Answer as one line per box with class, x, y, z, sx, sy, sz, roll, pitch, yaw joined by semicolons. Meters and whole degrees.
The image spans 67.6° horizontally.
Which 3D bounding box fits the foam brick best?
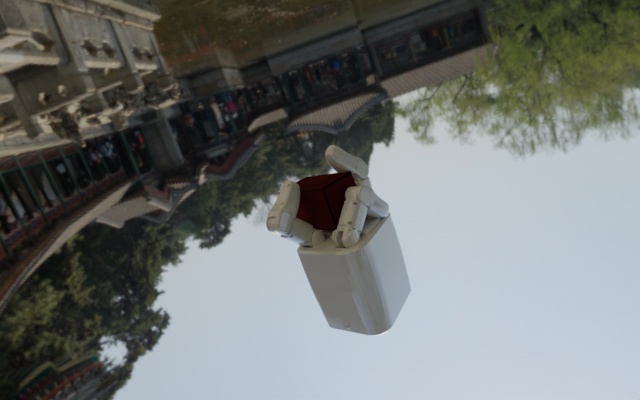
foam brick;0.000;0.002;0.552;0.078;0.051;0.053;-4;21;47
